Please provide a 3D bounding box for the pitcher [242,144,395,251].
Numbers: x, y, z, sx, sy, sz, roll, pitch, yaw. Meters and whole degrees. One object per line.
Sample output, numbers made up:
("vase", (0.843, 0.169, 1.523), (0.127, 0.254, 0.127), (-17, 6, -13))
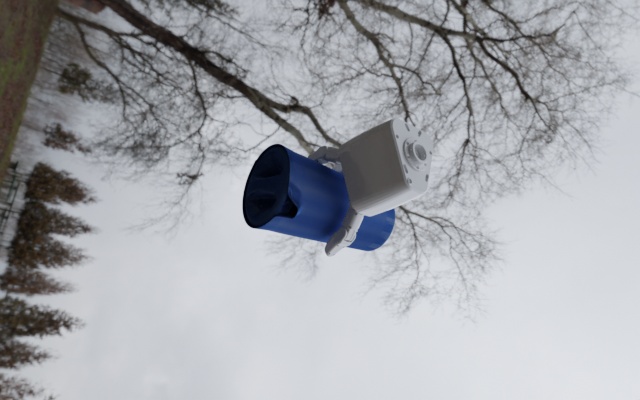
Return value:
("pitcher", (0.000, 0.003, 0.791), (0.243, 0.149, 0.145), (19, -31, -35))
